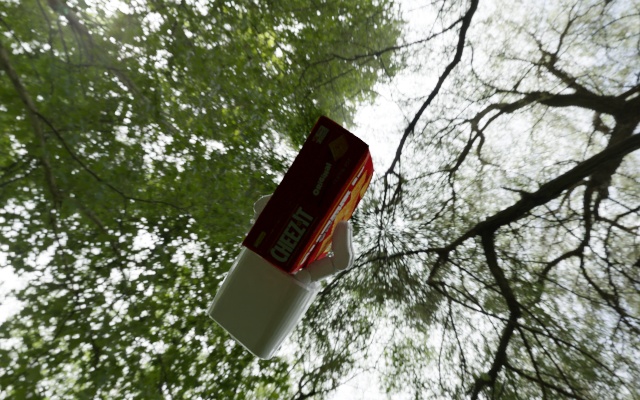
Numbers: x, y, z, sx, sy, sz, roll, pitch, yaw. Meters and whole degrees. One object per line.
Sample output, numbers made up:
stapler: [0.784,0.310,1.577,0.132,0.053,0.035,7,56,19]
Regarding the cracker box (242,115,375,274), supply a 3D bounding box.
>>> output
cracker box: [0.000,0.002,0.602,0.072,0.164,0.214,32,1,8]
